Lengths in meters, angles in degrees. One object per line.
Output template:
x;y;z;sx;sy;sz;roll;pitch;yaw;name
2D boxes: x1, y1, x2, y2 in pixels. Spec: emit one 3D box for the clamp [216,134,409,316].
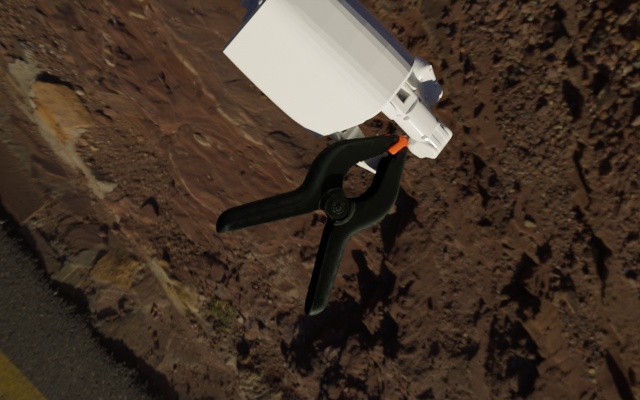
0.000;0.001;0.400;0.120;0.171;0.039;37;-2;-22;clamp
